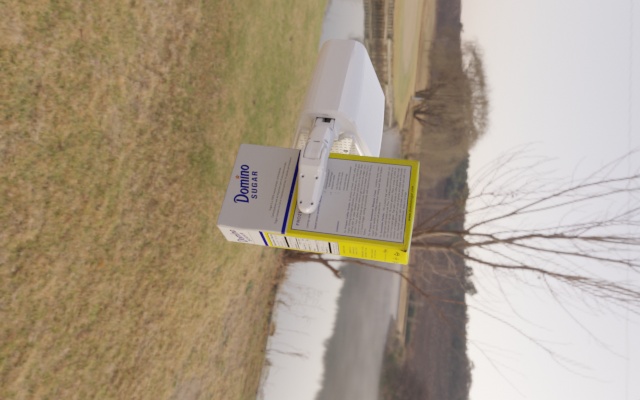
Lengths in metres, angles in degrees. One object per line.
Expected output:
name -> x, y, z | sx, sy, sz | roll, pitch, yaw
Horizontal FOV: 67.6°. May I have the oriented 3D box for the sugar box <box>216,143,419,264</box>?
sugar box -> 0.000, 0.002, 0.455 | 0.176, 0.093, 0.048 | 6, -26, 11
